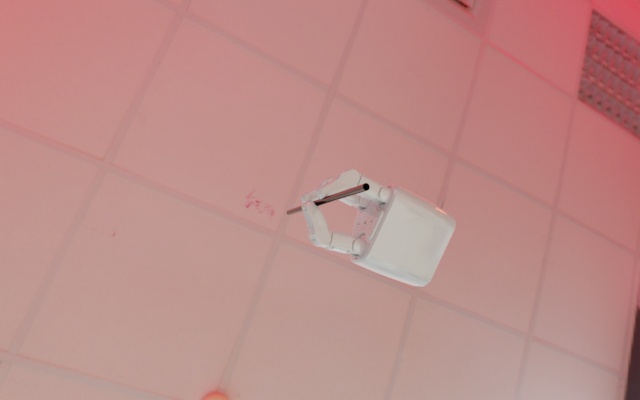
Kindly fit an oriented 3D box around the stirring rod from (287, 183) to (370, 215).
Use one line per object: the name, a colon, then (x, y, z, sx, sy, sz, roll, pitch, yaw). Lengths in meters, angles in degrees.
stirring rod: (0.000, 0.002, 0.595, 0.011, 0.011, 0.239, 0, -8, -23)
